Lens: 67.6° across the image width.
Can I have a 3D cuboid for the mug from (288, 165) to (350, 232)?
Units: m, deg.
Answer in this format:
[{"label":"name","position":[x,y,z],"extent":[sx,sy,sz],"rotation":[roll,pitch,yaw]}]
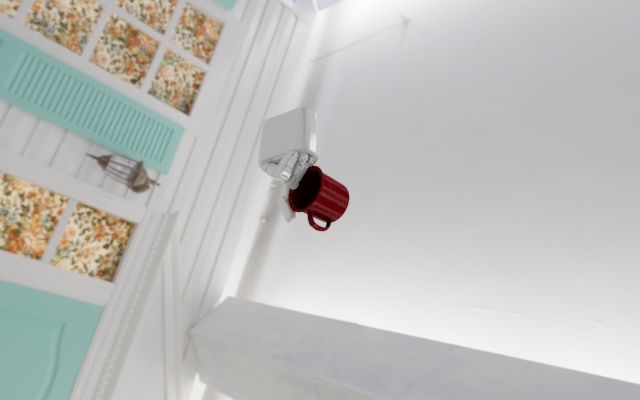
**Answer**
[{"label":"mug","position":[0.000,0.004,0.888],"extent":[0.093,0.117,0.081],"rotation":[-27,-40,37]}]
